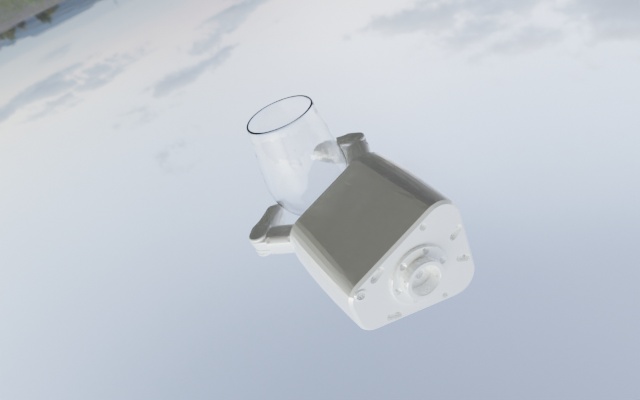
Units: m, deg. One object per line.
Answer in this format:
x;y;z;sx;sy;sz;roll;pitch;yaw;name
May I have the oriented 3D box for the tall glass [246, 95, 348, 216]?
0.000;0.002;0.462;0.079;0.201;0.079;-18;33;12;tall glass
